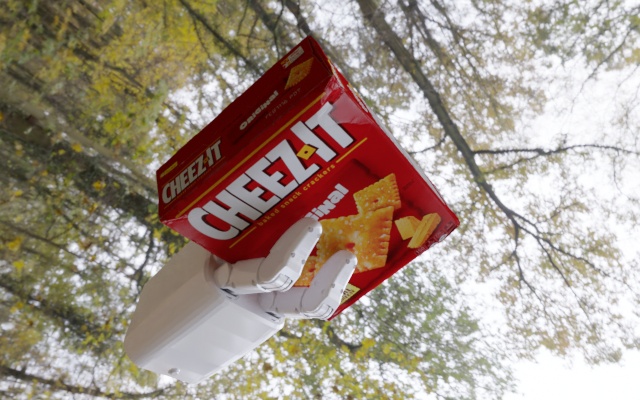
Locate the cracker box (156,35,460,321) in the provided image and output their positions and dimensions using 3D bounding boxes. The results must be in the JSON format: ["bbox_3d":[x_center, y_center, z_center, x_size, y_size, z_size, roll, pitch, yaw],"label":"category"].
[{"bbox_3d":[0.000,0.001,0.406,0.164,0.072,0.214,-38,-48,13],"label":"cracker box"}]
